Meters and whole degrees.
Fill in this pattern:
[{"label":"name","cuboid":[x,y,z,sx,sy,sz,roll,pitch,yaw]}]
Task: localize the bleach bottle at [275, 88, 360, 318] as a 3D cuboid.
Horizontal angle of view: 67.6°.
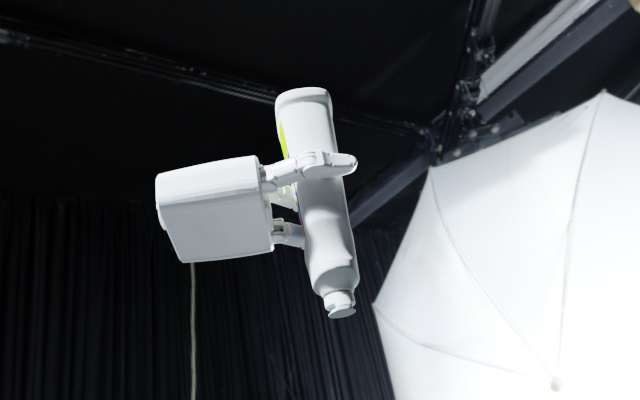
[{"label":"bleach bottle","cuboid":[0.000,0.002,0.531,0.068,0.250,0.103,-9,-29,-5]}]
